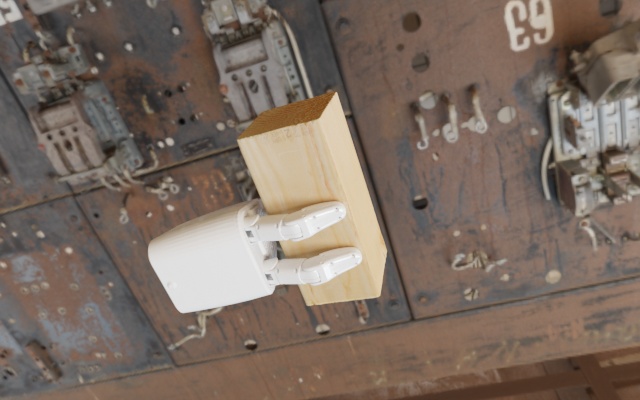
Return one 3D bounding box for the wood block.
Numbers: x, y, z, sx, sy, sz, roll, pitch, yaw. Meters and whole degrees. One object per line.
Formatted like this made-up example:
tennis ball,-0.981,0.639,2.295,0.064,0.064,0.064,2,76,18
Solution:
wood block,0.000,0.002,0.519,0.090,0.206,0.090,-11,26,18
